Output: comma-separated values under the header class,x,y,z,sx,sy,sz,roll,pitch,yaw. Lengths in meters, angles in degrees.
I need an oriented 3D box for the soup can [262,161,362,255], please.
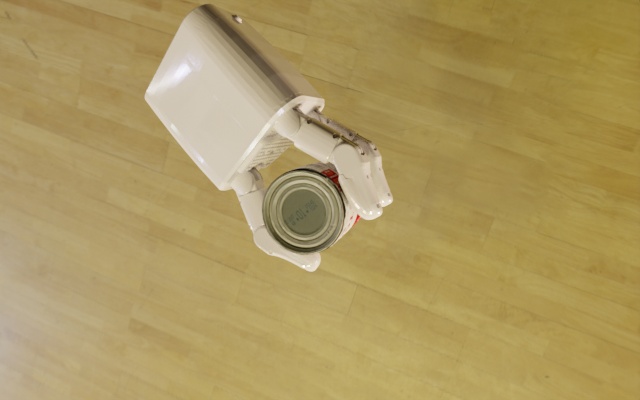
class,x,y,z,sx,sy,sz,roll,pitch,yaw
soup can,0.000,0.002,0.403,0.068,0.068,0.102,0,9,16
